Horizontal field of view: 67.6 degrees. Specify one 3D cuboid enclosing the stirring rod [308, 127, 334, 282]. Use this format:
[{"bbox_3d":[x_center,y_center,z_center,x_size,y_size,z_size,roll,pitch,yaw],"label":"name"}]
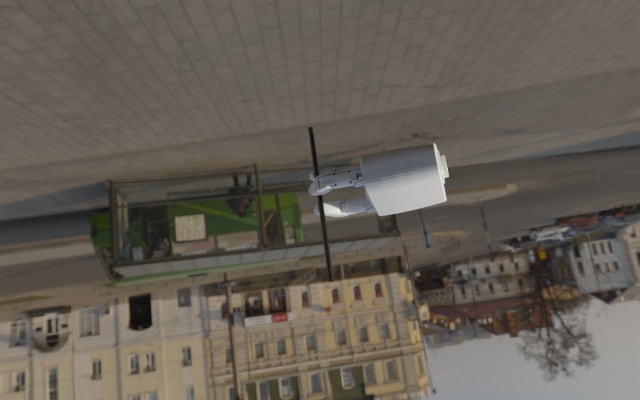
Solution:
[{"bbox_3d":[0.000,0.002,0.725,0.011,0.239,0.011,-7,-12,-2],"label":"stirring rod"}]
